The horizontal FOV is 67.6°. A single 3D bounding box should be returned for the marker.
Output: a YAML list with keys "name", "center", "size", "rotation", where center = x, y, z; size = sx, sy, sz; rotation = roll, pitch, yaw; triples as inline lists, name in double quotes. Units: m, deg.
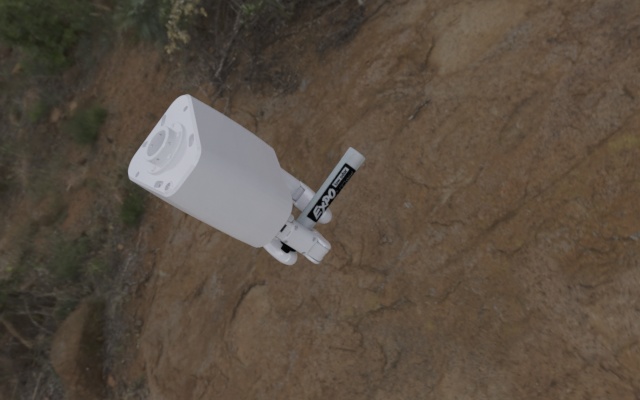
- name: "marker"
  center: [0.000, 0.002, 0.467]
  size: [0.020, 0.121, 0.020]
  rotation: [37, 4, -3]
